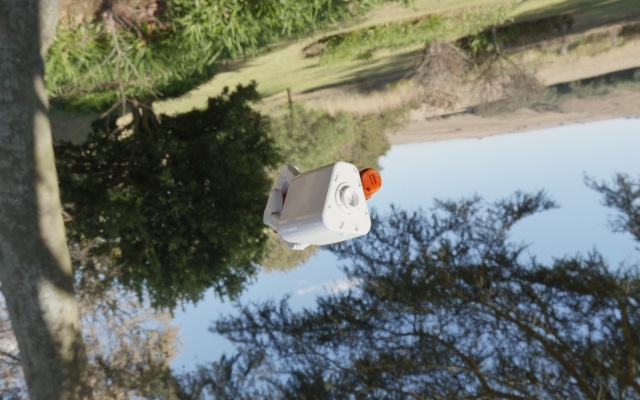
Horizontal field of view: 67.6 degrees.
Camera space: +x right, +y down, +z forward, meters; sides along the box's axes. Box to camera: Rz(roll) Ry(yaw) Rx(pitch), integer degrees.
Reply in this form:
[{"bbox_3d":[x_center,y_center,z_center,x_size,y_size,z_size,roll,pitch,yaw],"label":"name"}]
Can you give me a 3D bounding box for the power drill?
[{"bbox_3d":[0.000,0.003,0.869,0.187,0.057,0.184,-20,-8,-23],"label":"power drill"}]
